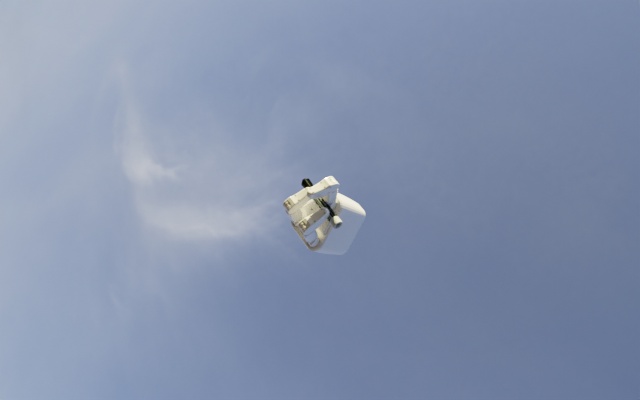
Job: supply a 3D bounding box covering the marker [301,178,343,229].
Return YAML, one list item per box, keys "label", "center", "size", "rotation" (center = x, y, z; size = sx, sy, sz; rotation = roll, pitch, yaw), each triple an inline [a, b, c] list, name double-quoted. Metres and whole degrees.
- label: "marker"
  center: [0.000, 0.003, 0.871]
  size: [0.020, 0.020, 0.121]
  rotation: [0, 43, -46]
